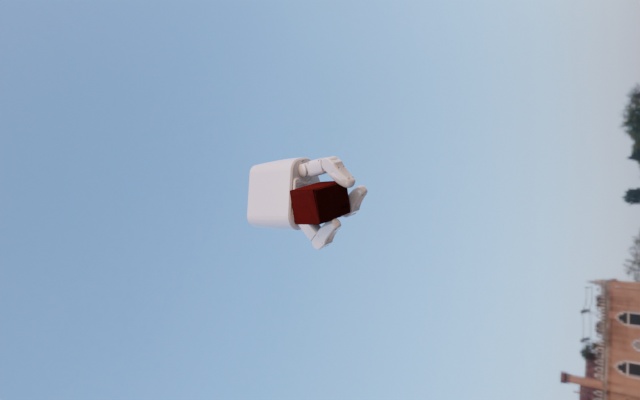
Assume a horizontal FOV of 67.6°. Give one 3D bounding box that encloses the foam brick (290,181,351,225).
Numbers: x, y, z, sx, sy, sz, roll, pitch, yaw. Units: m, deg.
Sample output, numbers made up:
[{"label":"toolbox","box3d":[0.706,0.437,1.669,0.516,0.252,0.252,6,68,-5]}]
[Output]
[{"label":"foam brick","box3d":[0.000,0.002,0.714,0.051,0.053,0.078,-1,11,40]}]
